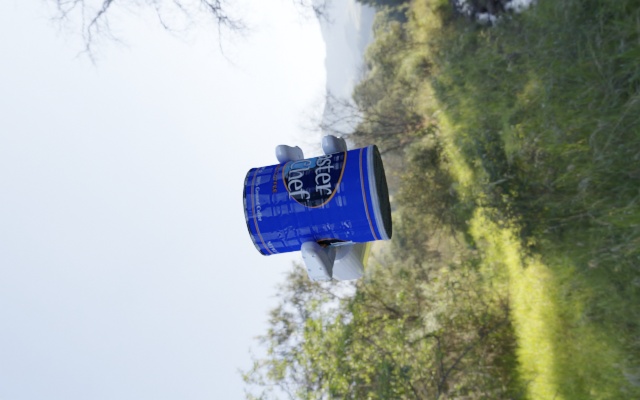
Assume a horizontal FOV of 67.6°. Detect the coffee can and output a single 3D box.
[{"bbox_3d":[0.000,0.002,0.522,0.140,0.103,0.103,-9,-2,14],"label":"coffee can"}]
